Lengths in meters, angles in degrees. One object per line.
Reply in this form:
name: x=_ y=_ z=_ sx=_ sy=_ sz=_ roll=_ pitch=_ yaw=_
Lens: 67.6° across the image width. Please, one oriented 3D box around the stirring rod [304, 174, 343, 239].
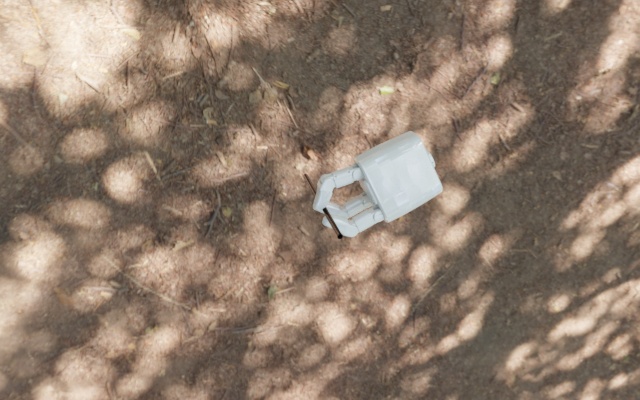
stirring rod: x=0.000 y=0.002 z=0.792 sx=0.011 sy=0.011 sz=0.239 roll=0 pitch=24 yaw=-15
